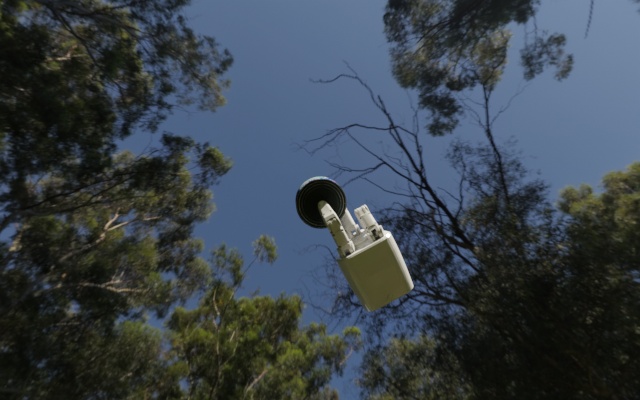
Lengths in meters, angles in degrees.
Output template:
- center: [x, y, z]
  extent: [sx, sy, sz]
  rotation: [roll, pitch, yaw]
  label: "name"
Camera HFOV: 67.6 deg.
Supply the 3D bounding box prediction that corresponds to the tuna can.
- center: [0.000, 0.002, 0.812]
  extent: [0.086, 0.086, 0.033]
  rotation: [0, 12, -6]
  label: "tuna can"
